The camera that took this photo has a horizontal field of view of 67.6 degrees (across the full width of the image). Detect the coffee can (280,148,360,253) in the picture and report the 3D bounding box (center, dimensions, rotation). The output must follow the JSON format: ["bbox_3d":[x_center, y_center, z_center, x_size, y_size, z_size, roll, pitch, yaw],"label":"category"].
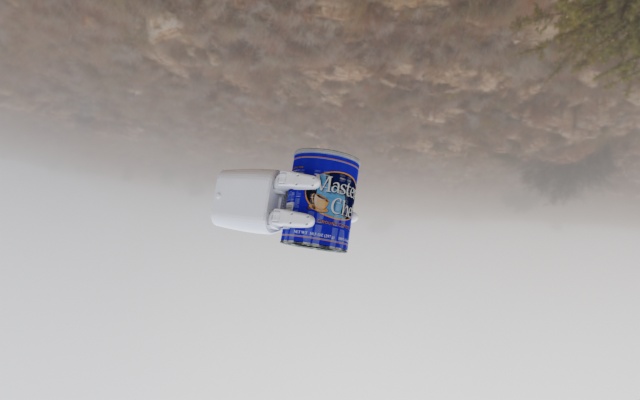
[{"bbox_3d":[0.000,0.002,0.720,0.103,0.140,0.103,8,-8,1],"label":"coffee can"}]
